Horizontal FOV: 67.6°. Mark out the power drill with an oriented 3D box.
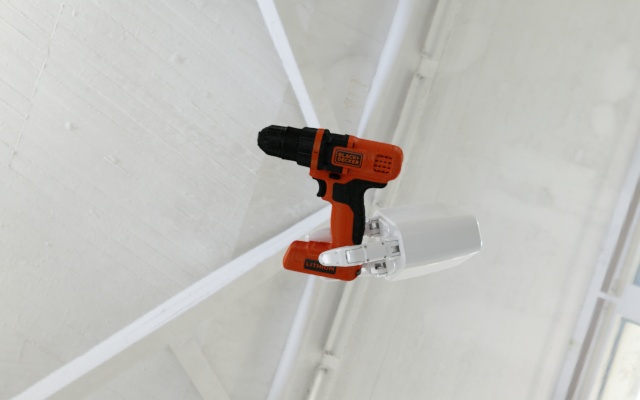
[{"bbox_3d":[0.000,0.002,0.615,0.184,0.188,0.057,11,18,5],"label":"power drill"}]
